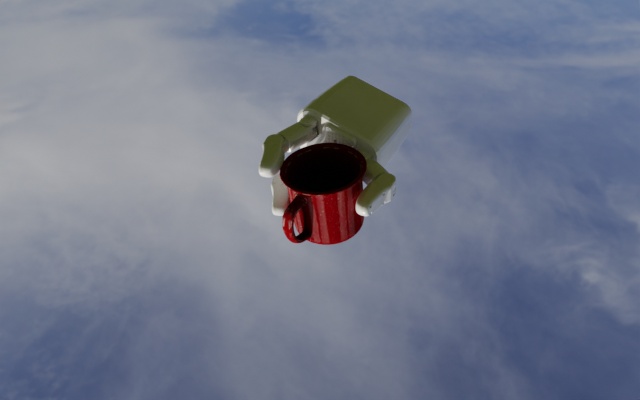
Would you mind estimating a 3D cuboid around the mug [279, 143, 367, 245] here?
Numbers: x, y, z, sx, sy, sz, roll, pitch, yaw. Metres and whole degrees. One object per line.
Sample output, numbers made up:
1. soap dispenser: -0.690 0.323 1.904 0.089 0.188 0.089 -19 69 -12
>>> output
1. mug: -0.001 0.003 0.524 0.093 0.082 0.117 19 47 28
